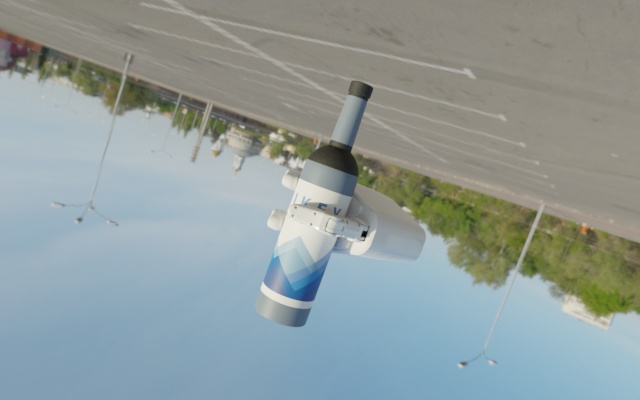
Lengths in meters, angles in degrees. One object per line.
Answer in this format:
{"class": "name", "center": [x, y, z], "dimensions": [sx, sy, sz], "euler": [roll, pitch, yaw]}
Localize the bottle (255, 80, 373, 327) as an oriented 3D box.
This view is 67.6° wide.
{"class": "bottle", "center": [0.000, 0.002, 0.572], "dimensions": [0.069, 0.296, 0.069], "euler": [20, 5, -2]}
